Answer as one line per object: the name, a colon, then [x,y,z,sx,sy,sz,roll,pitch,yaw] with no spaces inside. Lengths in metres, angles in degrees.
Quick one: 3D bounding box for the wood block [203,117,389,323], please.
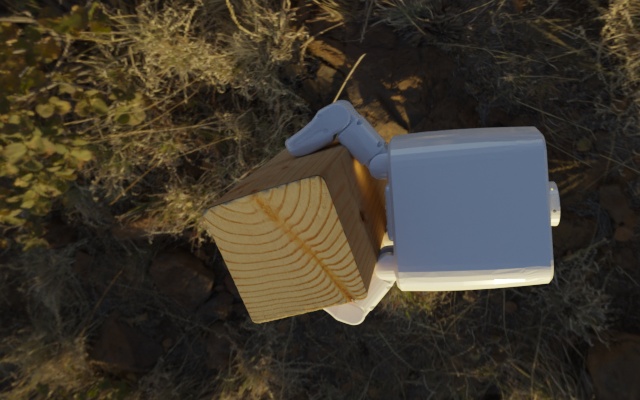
wood block: [0.000,0.001,0.404,0.090,0.091,0.206,-16,14,19]
